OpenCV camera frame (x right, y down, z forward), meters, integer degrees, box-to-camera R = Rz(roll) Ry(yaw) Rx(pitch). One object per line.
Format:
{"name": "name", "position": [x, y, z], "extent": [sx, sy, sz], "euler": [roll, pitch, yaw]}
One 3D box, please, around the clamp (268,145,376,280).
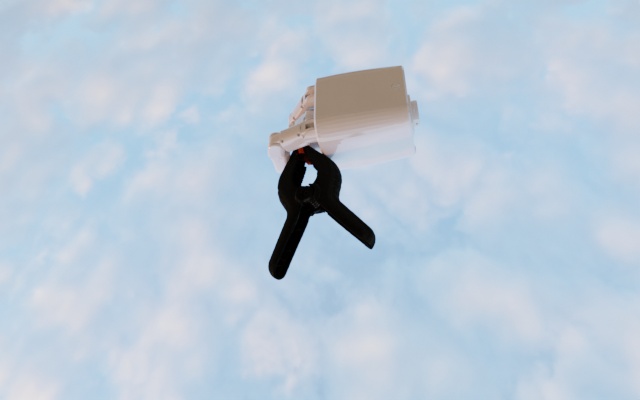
{"name": "clamp", "position": [0.000, 0.002, 0.540], "extent": [0.120, 0.171, 0.039], "euler": [-9, -32, 14]}
